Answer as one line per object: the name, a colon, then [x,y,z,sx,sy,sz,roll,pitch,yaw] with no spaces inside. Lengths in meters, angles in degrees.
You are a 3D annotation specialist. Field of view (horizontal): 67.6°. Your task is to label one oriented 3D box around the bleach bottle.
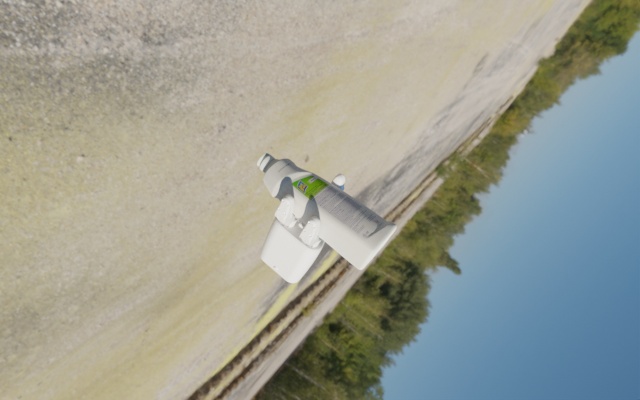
bleach bottle: [0.000,0.003,0.803,0.251,0.068,0.102,39,40,11]
